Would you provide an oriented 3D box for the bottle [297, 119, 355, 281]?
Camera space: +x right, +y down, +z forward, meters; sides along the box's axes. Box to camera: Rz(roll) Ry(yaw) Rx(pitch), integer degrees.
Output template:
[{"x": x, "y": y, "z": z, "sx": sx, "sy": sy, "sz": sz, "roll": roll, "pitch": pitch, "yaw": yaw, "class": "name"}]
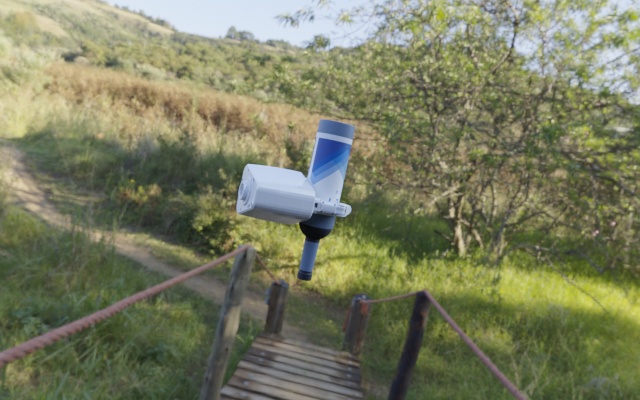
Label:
[{"x": 0.000, "y": 0.003, "z": 0.880, "sx": 0.069, "sy": 0.296, "sz": 0.069, "roll": 12, "pitch": 4, "yaw": -1, "class": "bottle"}]
